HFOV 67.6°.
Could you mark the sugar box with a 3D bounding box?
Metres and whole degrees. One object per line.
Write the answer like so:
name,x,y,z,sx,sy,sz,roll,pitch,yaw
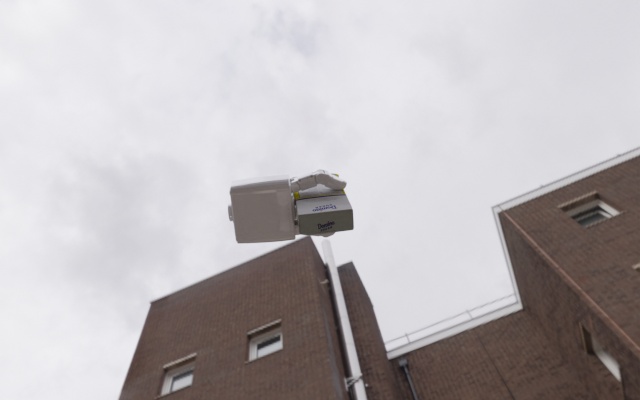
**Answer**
sugar box,0.000,0.003,0.857,0.093,0.048,0.176,-6,26,-4
